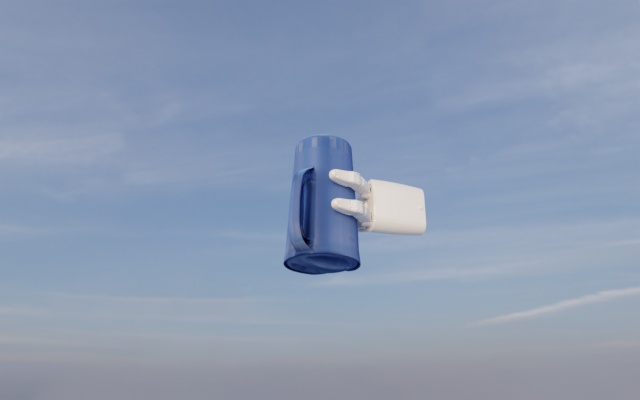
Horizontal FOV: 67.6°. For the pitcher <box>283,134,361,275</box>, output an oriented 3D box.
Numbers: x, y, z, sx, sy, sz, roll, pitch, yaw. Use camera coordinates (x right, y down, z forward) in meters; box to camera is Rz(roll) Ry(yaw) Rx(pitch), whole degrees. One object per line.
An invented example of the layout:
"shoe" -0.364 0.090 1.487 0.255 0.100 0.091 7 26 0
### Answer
"pitcher" 0.000 0.003 0.855 0.145 0.242 0.149 8 -24 -16
